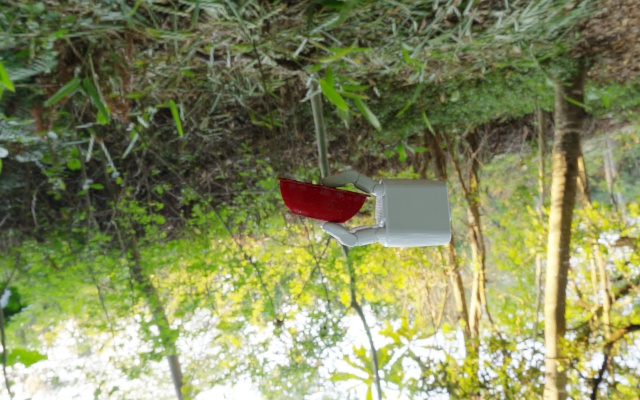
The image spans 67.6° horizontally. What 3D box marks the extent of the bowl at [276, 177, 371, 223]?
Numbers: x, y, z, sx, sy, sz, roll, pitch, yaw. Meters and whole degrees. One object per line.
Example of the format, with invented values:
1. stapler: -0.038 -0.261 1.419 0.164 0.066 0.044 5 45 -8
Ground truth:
1. bowl: -0.001 0.003 0.797 0.162 0.055 0.162 11 1 0
